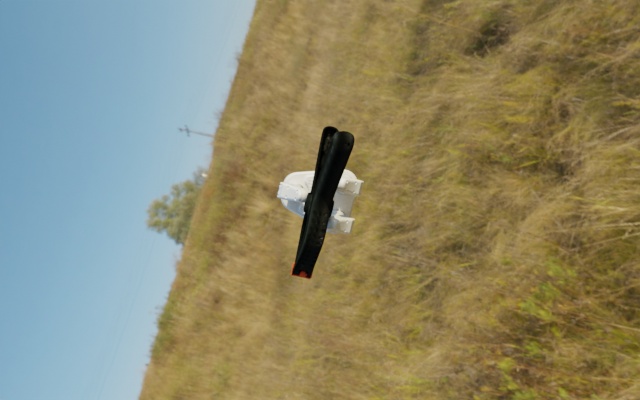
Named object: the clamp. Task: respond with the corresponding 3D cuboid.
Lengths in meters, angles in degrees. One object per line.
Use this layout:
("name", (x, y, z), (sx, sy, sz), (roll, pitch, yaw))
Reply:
("clamp", (-0.001, 0.002, 0.611), (0.036, 0.210, 0.164), (13, 3, -6))
